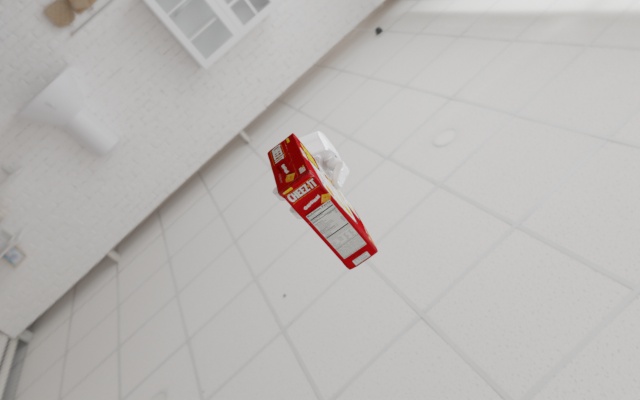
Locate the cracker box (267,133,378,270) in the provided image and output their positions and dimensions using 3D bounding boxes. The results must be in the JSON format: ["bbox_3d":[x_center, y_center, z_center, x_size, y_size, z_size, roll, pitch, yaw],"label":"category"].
[{"bbox_3d":[0.000,0.003,0.858,0.072,0.214,0.164,-37,31,7],"label":"cracker box"}]
